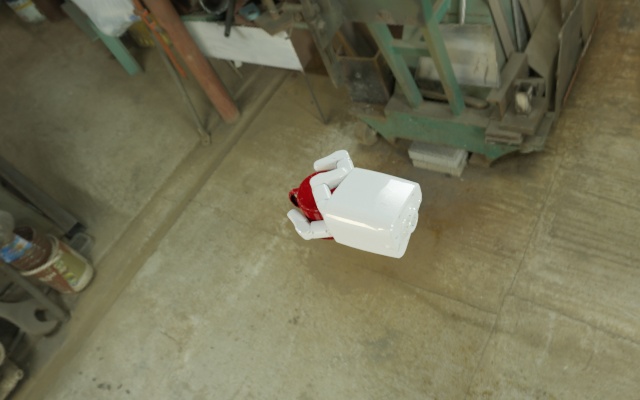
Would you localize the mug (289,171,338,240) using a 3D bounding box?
[{"bbox_3d":[-0.001,0.002,0.789,0.117,0.093,0.081,13,-27,27],"label":"mug"}]
